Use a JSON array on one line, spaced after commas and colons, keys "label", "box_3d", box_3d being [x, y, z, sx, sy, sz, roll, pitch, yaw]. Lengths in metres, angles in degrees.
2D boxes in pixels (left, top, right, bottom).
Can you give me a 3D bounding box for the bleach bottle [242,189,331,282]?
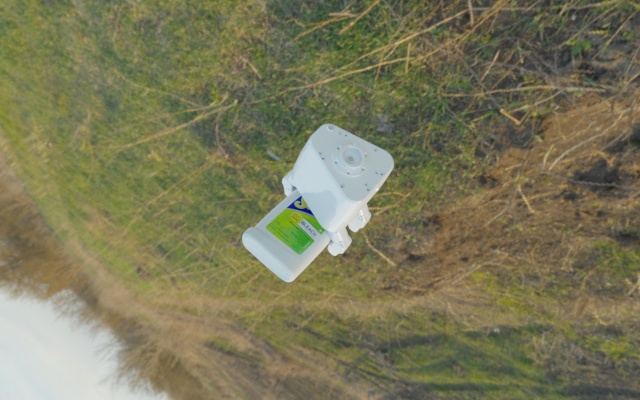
[{"label": "bleach bottle", "box_3d": [0.000, 0.003, 0.739, 0.102, 0.250, 0.068, 40, -25, 4]}]
